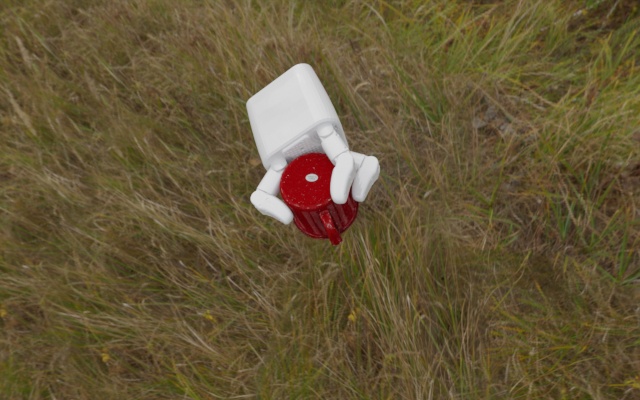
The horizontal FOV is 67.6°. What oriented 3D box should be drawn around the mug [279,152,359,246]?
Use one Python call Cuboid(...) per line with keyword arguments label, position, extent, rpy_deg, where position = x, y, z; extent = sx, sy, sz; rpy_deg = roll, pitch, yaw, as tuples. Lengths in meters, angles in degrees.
Cuboid(label="mug", position=(0.000, 0.003, 0.602), extent=(0.093, 0.117, 0.081), rpy_deg=(-20, -29, 4))
